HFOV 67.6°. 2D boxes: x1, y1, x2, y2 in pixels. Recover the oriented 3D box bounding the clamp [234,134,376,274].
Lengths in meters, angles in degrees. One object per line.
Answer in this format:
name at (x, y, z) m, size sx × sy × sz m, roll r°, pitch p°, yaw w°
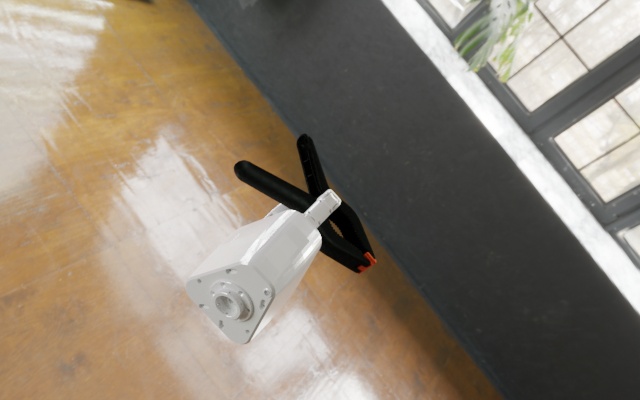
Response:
clamp at (0.001, 0.002, 0.631) m, size 0.036 × 0.210 × 0.164 m, roll -41°, pitch 4°, yaw 36°
